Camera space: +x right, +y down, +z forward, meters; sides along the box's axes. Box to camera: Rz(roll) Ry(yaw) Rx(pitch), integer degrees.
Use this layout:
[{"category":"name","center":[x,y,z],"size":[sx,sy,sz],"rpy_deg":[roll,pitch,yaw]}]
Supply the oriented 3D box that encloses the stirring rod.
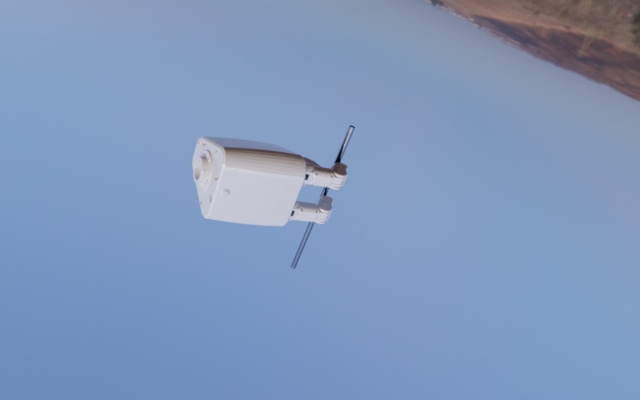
[{"category":"stirring rod","center":[0.000,0.002,0.686],"size":[0.011,0.240,0.011],"rpy_deg":[19,25,-9]}]
